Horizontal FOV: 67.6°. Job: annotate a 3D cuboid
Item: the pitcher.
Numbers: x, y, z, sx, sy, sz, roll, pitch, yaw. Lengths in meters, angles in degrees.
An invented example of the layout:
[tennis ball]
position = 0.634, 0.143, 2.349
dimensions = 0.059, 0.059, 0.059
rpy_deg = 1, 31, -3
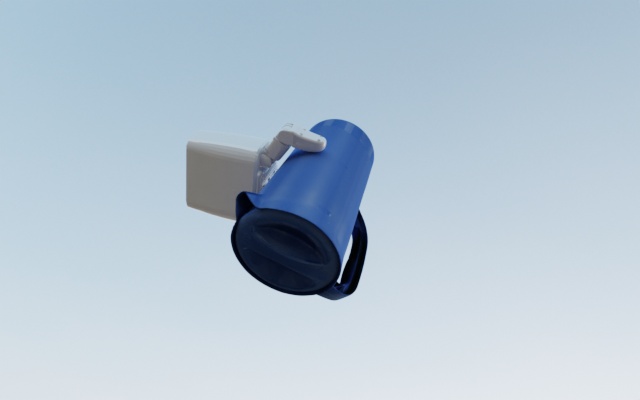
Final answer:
[pitcher]
position = 0.000, 0.002, 0.625
dimensions = 0.145, 0.149, 0.242
rpy_deg = 12, 40, 13
